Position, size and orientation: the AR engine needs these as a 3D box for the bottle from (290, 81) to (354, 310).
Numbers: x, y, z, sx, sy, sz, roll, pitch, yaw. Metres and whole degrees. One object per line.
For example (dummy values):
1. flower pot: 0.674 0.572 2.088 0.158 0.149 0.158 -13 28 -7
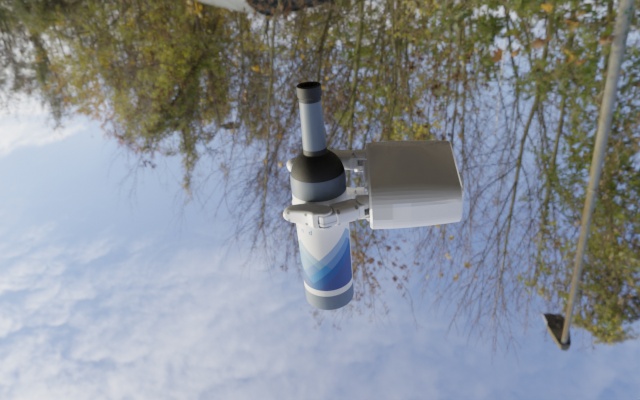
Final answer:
1. bottle: 0.000 0.002 0.591 0.069 0.296 0.069 -4 29 2
